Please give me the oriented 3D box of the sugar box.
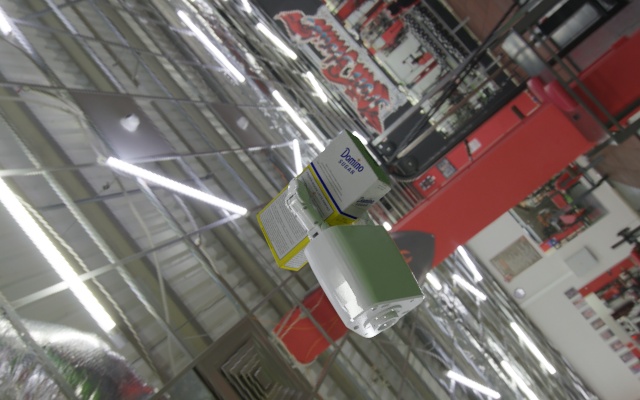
[{"bbox_3d":[0.000,0.002,0.620,0.176,0.093,0.048,-41,-33,18],"label":"sugar box"}]
